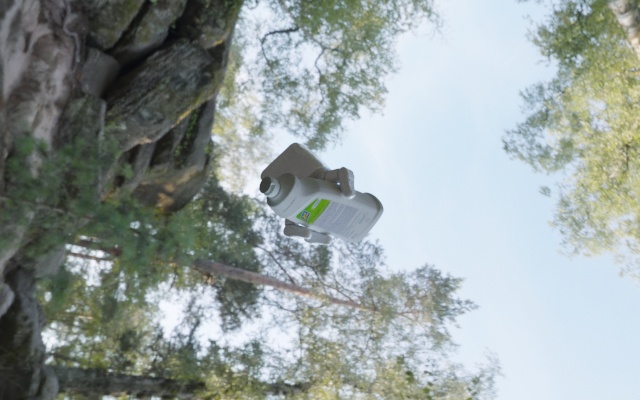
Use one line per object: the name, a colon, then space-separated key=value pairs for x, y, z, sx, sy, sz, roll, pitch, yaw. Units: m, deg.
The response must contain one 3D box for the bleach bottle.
bleach bottle: x=0.000 y=0.003 z=0.840 sx=0.251 sy=0.102 sz=0.068 roll=22 pitch=20 yaw=-44
